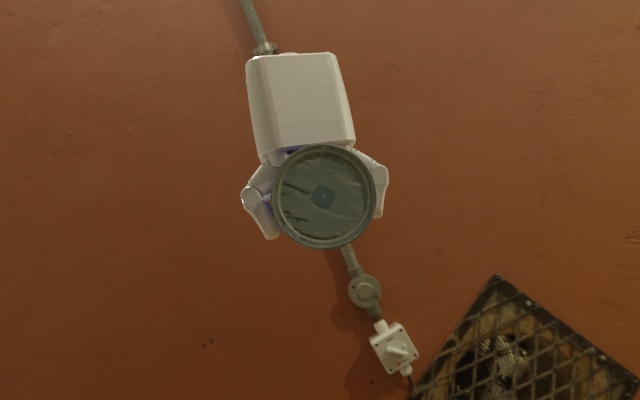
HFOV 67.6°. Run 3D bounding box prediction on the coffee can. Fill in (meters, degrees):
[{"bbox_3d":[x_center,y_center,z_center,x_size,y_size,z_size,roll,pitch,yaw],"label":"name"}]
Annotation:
[{"bbox_3d":[0.000,0.002,0.524,0.103,0.103,0.140,0,-5,-3],"label":"coffee can"}]
